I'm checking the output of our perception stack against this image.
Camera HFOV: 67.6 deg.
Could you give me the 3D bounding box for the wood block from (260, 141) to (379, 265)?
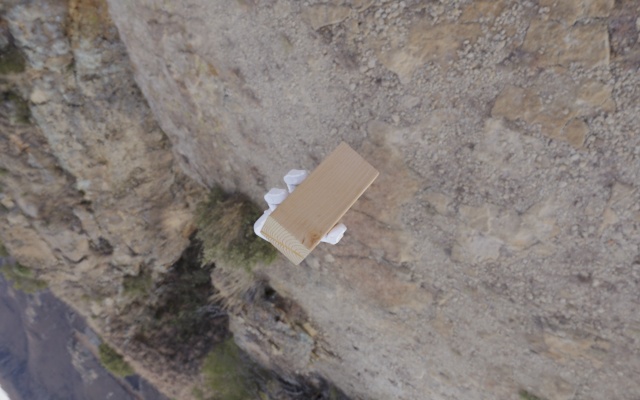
[{"bbox_3d":[0.000,0.003,0.845,0.206,0.091,0.090,-47,-3,-29],"label":"wood block"}]
